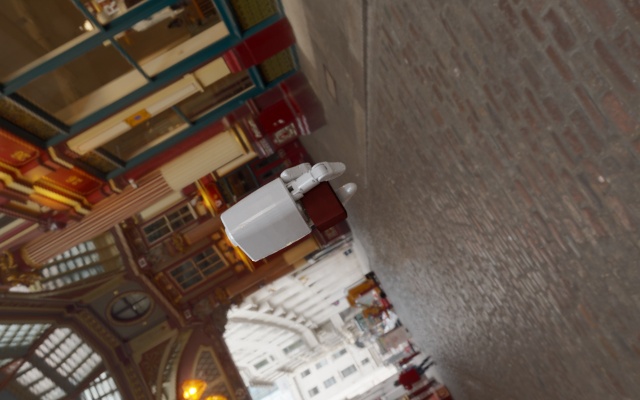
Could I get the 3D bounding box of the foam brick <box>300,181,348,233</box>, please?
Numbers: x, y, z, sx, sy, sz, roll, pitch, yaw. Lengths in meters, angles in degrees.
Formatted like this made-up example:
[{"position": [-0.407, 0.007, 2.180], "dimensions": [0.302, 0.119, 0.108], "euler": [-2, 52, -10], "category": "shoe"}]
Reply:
[{"position": [0.000, 0.003, 0.728], "dimensions": [0.051, 0.078, 0.053], "euler": [-30, -16, -1], "category": "foam brick"}]
